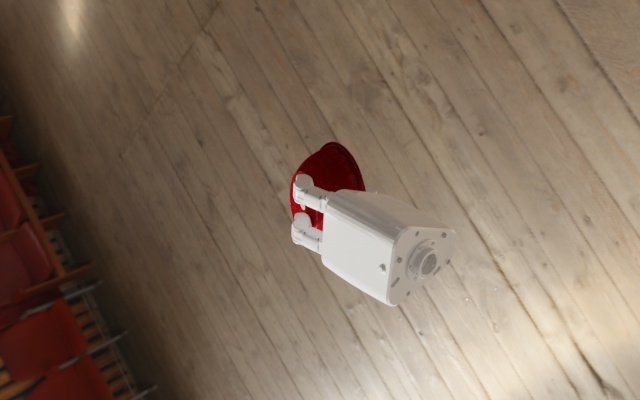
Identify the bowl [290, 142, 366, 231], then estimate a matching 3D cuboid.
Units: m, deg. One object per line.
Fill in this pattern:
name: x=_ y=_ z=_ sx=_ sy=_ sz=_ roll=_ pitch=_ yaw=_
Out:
bowl: x=-0.001 y=0.002 z=0.656 sx=0.055 sy=0.162 sz=0.162 roll=-8 pitch=3 yaw=-25
